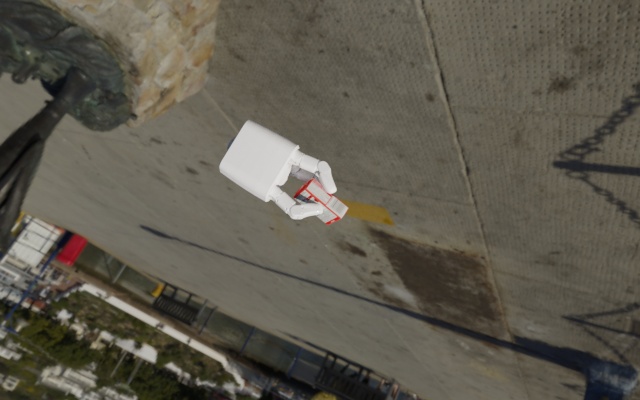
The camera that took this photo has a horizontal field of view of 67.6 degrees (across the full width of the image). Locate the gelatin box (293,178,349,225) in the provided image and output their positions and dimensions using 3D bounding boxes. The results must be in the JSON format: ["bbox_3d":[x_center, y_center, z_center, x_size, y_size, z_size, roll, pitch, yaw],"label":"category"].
[{"bbox_3d":[0.000,0.003,0.884,0.089,0.030,0.073,40,-22,-7],"label":"gelatin box"}]
